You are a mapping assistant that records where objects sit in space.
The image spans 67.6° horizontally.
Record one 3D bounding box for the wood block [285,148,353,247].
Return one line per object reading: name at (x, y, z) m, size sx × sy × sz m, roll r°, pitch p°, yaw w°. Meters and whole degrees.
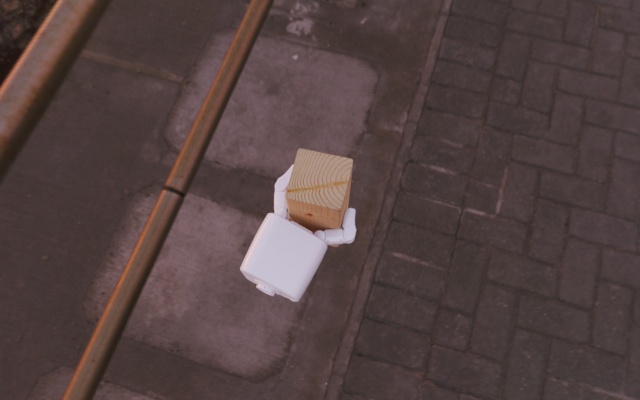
wood block at (0.000, 0.003, 0.829) m, size 0.091 × 0.090 × 0.206 m, roll 13°, pitch -20°, yaw 6°
